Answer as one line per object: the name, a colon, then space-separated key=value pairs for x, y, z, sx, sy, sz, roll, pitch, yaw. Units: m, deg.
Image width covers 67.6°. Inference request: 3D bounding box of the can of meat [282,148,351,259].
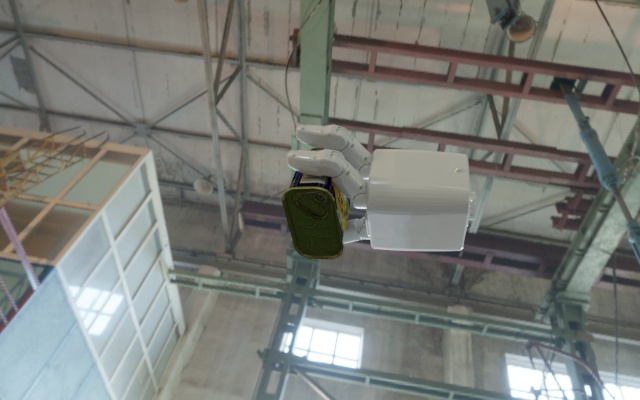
can of meat: x=0.000 y=0.002 z=0.546 sx=0.057 sy=0.102 sz=0.084 roll=-1 pitch=38 yaw=15
